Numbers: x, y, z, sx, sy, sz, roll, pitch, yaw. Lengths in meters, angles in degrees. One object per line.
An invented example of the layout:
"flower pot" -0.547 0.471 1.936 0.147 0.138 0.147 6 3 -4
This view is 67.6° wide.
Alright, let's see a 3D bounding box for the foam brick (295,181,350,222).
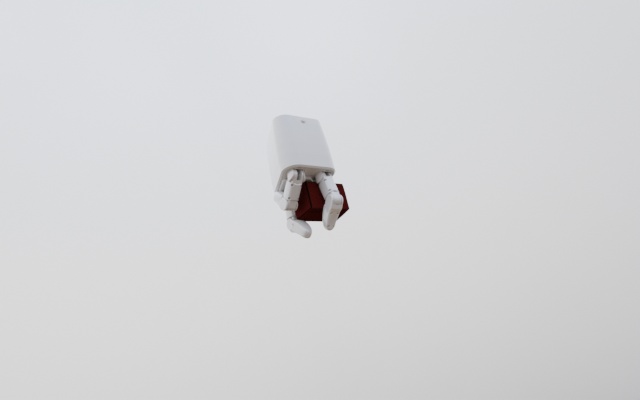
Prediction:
"foam brick" 0.000 0.003 0.811 0.078 0.051 0.053 3 -30 -33
